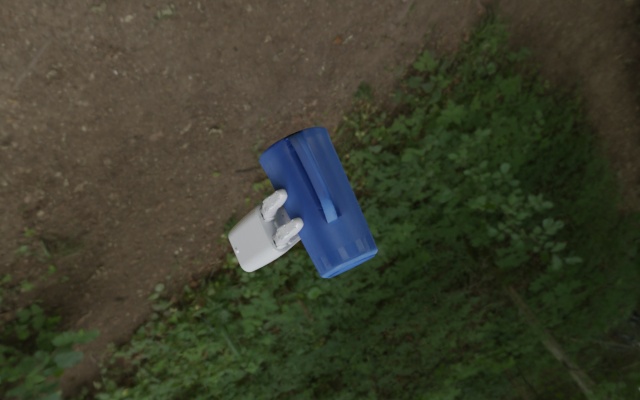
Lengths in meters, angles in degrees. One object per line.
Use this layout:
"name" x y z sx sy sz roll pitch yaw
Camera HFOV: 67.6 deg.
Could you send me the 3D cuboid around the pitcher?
"pitcher" 0.000 0.003 0.817 0.145 0.242 0.149 -35 -14 37
